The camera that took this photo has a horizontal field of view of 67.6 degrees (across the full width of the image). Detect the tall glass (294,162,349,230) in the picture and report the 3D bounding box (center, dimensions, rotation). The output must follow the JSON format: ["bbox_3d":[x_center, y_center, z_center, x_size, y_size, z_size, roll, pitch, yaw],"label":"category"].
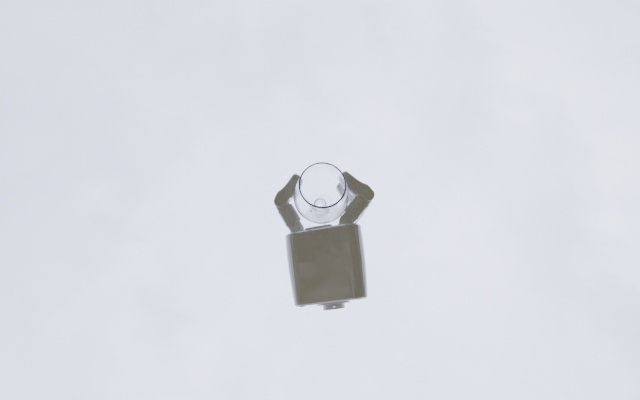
[{"bbox_3d":[0.000,0.002,0.709,0.079,0.079,0.201,0,-13,-1],"label":"tall glass"}]
